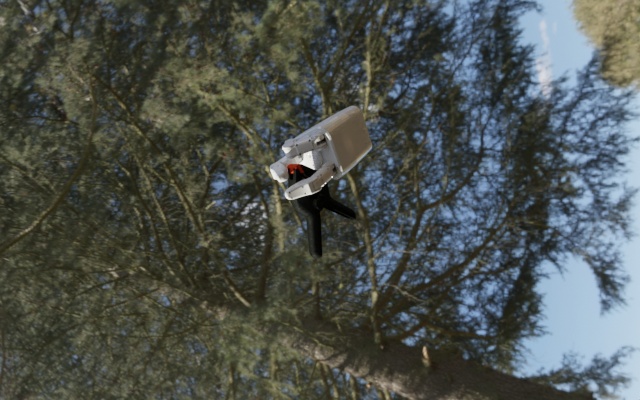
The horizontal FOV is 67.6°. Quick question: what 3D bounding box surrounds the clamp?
[{"bbox_3d":[0.000,0.003,0.836,0.039,0.171,0.120,3,32,43],"label":"clamp"}]
